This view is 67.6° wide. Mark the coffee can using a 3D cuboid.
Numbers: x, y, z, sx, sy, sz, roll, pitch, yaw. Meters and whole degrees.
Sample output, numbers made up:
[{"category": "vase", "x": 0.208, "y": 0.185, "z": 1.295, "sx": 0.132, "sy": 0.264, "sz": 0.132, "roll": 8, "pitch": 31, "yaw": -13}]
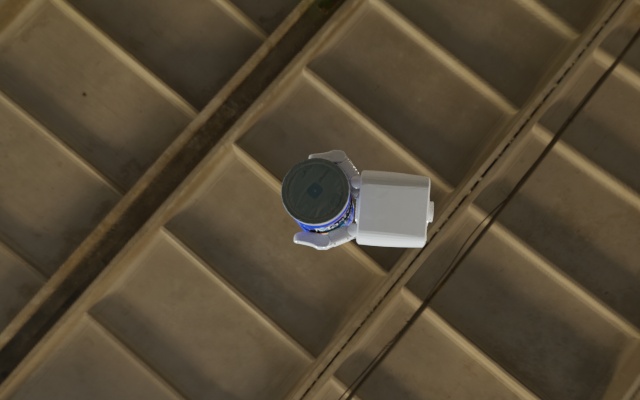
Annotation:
[{"category": "coffee can", "x": 0.000, "y": 0.003, "z": 0.771, "sx": 0.103, "sy": 0.102, "sz": 0.140, "roll": 0, "pitch": -14, "yaw": 7}]
